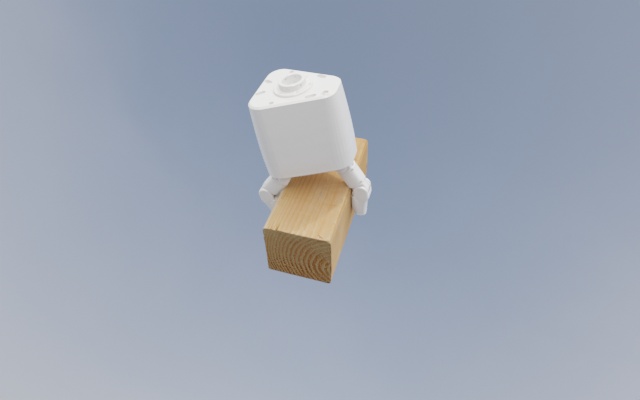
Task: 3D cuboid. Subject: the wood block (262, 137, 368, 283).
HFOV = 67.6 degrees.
[{"bbox_3d":[0.000,0.002,0.680,0.091,0.090,0.206,12,47,12],"label":"wood block"}]
